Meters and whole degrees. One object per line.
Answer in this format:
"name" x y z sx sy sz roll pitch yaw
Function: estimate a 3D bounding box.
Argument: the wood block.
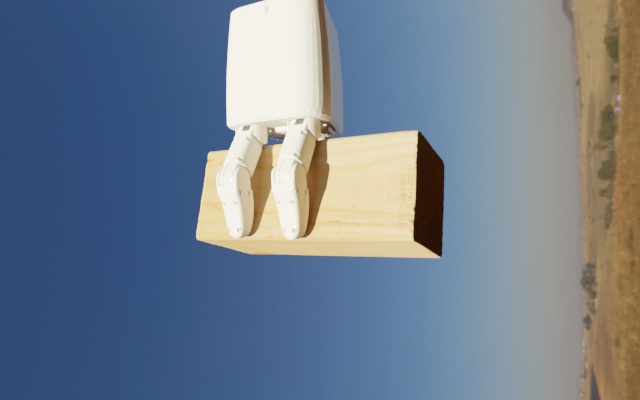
"wood block" 0.000 0.001 0.439 0.206 0.090 0.091 -2 -15 28
